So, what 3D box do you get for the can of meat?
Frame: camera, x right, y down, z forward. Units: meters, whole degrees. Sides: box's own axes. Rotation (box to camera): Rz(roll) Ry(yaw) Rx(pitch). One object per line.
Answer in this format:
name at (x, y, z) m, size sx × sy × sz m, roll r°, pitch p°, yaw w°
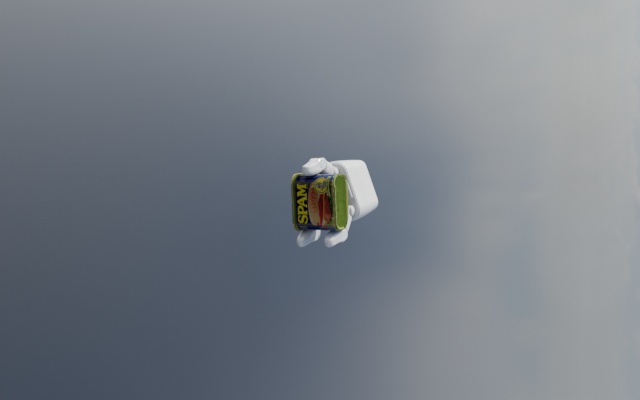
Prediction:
can of meat at (0.000, 0.003, 0.826) m, size 0.084 × 0.102 × 0.057 m, roll 0°, pitch 5°, yaw 28°
